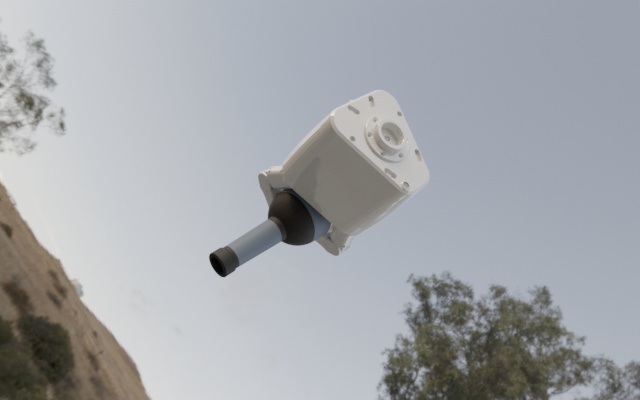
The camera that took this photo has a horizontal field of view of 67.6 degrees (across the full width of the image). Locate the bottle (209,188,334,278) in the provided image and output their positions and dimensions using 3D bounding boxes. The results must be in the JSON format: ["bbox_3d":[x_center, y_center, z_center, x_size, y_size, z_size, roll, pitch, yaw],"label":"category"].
[{"bbox_3d":[0.000,0.002,0.552,0.295,0.069,0.069,-31,20,-37],"label":"bottle"}]
